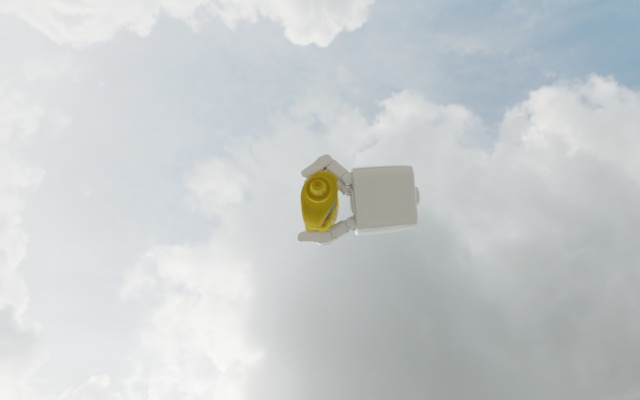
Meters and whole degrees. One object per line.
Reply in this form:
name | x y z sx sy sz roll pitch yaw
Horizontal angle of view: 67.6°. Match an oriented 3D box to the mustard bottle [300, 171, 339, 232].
mustard bottle | 0.000 0.003 0.815 0.058 0.096 0.192 19 -14 7
